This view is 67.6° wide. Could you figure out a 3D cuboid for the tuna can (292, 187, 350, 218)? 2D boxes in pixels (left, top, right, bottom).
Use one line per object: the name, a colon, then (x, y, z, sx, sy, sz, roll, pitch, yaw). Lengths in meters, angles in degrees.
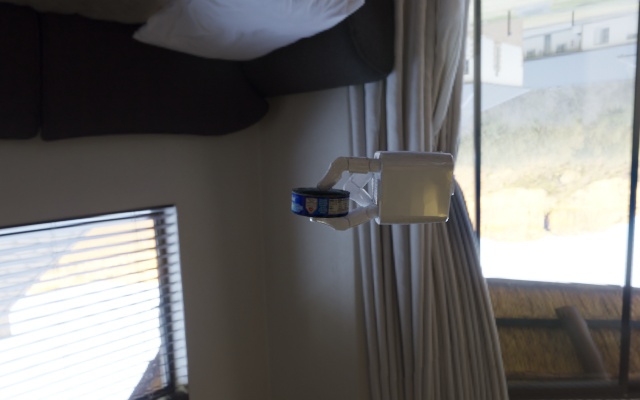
tuna can: (0.000, 0.003, 0.701, 0.086, 0.034, 0.086, 3, 8, 0)
